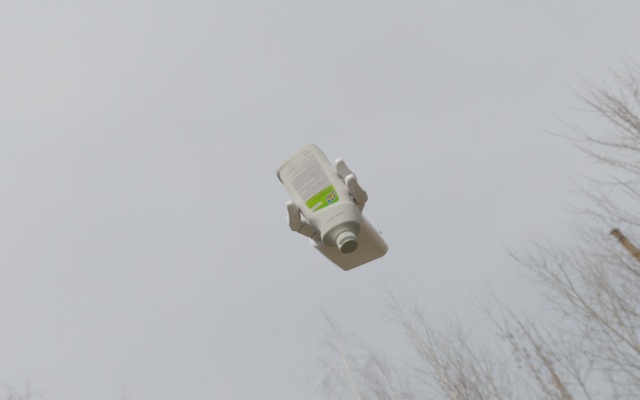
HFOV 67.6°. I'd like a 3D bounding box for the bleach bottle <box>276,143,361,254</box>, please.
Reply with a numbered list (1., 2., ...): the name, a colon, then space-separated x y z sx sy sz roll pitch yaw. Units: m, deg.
1. bleach bottle: 0.000 0.003 0.821 0.068 0.102 0.250 45 12 -39
